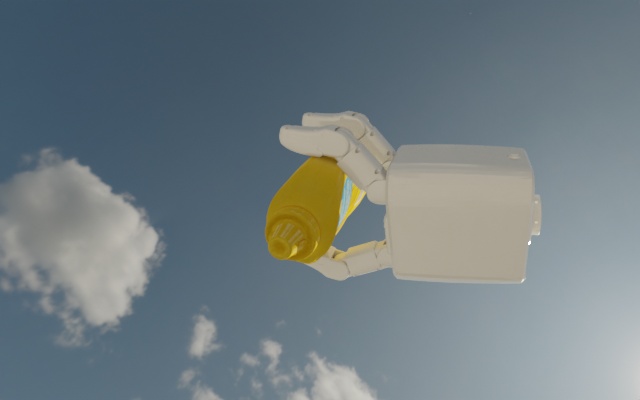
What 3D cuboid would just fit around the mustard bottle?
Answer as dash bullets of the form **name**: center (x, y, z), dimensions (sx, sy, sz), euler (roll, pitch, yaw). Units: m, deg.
- **mustard bottle**: center (0.000, 0.001, 0.420), dimensions (0.058, 0.096, 0.191), euler (24, 26, 8)
